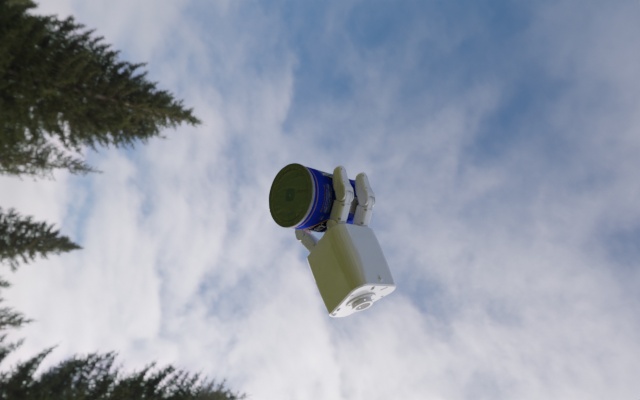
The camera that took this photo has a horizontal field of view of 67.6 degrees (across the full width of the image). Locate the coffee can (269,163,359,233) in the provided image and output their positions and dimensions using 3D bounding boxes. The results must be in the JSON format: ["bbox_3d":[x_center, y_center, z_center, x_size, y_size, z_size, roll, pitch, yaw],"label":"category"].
[{"bbox_3d":[0.000,0.002,0.790,0.103,0.103,0.140,0,-9,45],"label":"coffee can"}]
